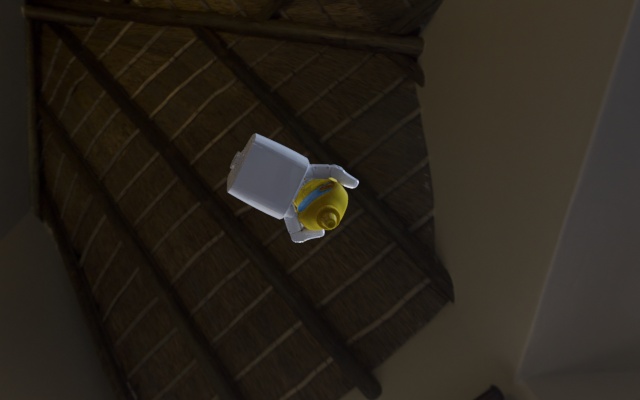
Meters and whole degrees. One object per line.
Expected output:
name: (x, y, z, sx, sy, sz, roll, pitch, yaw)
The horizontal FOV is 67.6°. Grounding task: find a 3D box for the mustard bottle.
mustard bottle: (0.000, 0.003, 0.850, 0.096, 0.058, 0.191, -35, 23, 4)
